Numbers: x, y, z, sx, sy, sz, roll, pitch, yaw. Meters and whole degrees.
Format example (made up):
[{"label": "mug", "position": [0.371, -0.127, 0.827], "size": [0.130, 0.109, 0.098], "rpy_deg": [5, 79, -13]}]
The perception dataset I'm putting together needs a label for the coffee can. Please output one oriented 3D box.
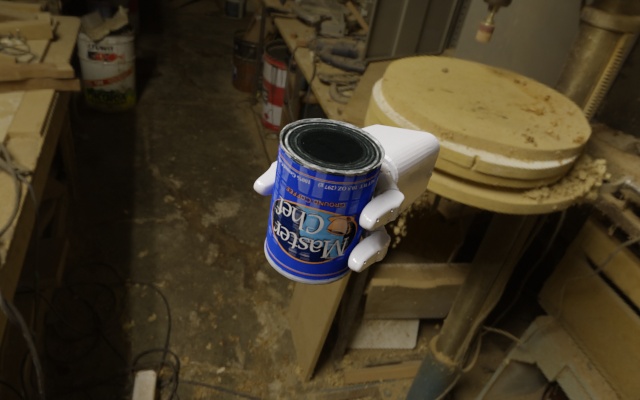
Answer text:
[{"label": "coffee can", "position": [0.000, 0.002, 0.494], "size": [0.103, 0.140, 0.102], "rpy_deg": [8, 36, -6]}]
